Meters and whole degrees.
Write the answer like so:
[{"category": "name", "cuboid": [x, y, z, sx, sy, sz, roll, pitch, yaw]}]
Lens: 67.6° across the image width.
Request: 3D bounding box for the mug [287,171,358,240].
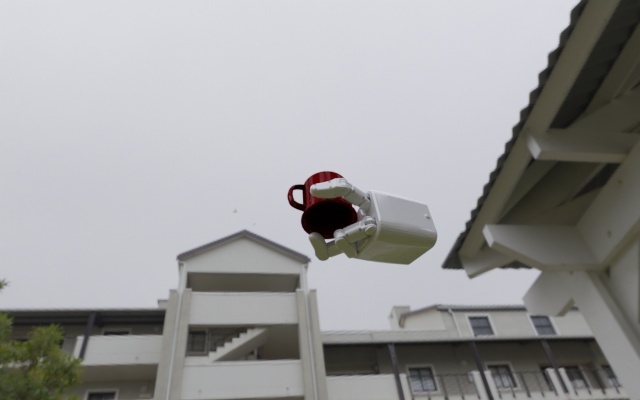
[{"category": "mug", "cuboid": [-0.001, 0.002, 0.798, 0.117, 0.093, 0.081, 12, 41, -17]}]
